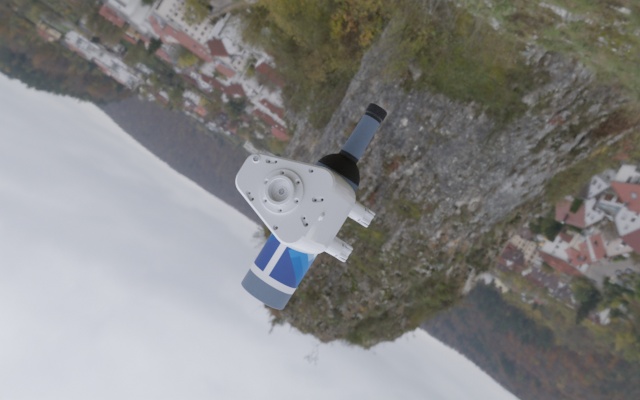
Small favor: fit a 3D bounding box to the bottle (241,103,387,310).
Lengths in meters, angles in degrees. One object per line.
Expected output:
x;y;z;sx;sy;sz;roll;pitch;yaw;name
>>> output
0.000;0.002;0.637;0.069;0.295;0.069;32;0;0;bottle
